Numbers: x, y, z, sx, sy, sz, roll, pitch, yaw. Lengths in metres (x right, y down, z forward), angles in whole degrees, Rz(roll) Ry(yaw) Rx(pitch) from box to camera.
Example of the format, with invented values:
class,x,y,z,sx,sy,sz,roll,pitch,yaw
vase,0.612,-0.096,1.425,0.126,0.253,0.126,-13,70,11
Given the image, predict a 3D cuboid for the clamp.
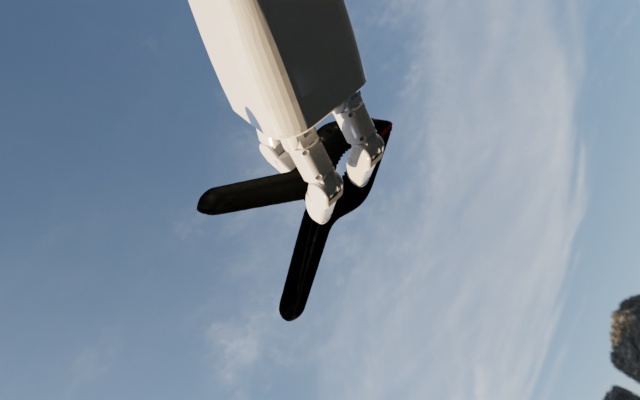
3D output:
class,x,y,z,sx,sy,sz,roll,pitch,yaw
clamp,0.000,0.001,0.445,0.036,0.165,0.210,20,52,41
